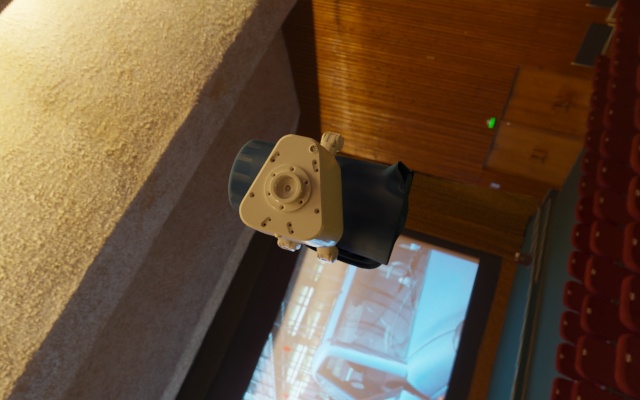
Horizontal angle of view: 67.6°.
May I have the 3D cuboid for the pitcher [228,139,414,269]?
[{"bbox_3d":[0.000,0.002,0.673,0.243,0.149,0.145,16,-4,12],"label":"pitcher"}]
